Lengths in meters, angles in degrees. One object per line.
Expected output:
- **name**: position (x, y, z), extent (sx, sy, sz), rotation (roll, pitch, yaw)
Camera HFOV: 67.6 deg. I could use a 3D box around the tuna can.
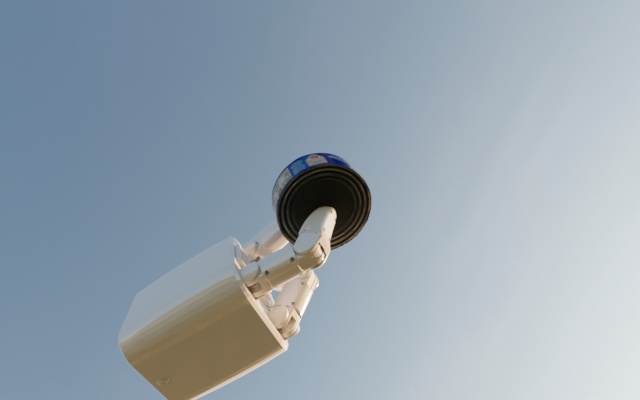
- **tuna can**: position (0.000, 0.001, 0.429), extent (0.086, 0.086, 0.033), rotation (0, 26, -16)
